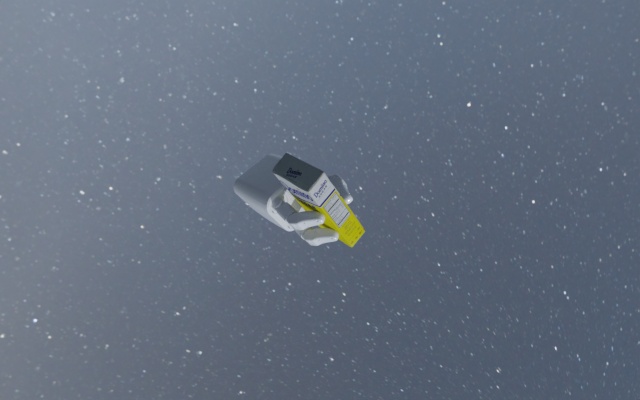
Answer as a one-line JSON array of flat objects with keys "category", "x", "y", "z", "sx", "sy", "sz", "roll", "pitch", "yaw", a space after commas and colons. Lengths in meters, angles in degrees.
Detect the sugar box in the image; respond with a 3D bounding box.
[{"category": "sugar box", "x": 0.000, "y": 0.003, "z": 0.776, "sx": 0.093, "sy": 0.048, "sz": 0.176, "roll": 30, "pitch": -12, "yaw": 41}]
